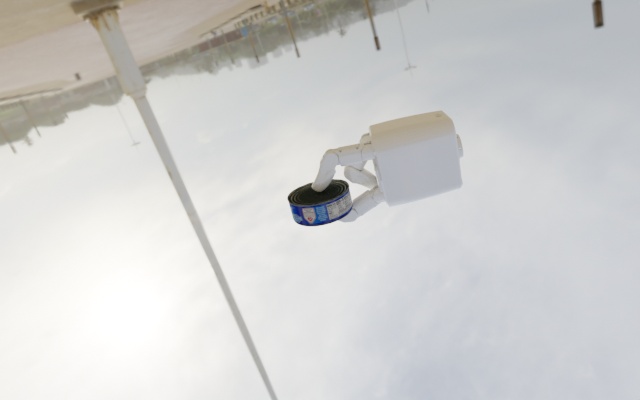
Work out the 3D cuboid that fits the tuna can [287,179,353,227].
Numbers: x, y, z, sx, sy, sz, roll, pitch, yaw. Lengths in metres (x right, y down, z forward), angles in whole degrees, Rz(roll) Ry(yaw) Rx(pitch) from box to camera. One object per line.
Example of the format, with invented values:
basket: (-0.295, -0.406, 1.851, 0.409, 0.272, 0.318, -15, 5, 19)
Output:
tuna can: (0.000, 0.003, 0.651, 0.086, 0.034, 0.086, -12, 22, 5)
